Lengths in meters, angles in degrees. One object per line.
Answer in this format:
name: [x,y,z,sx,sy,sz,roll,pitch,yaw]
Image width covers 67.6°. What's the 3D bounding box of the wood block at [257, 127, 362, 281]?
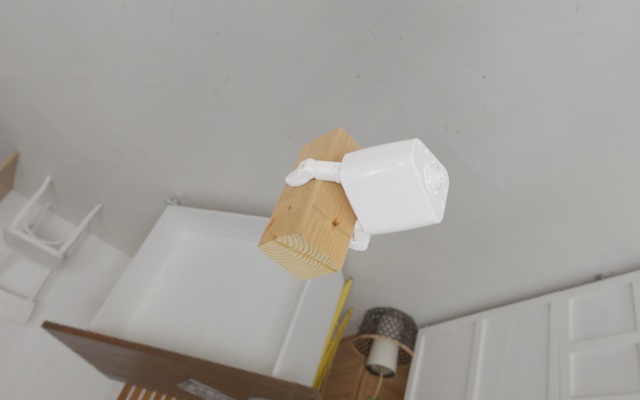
wood block: [0.000,0.002,0.709,0.090,0.206,0.091,-22,-55,42]
